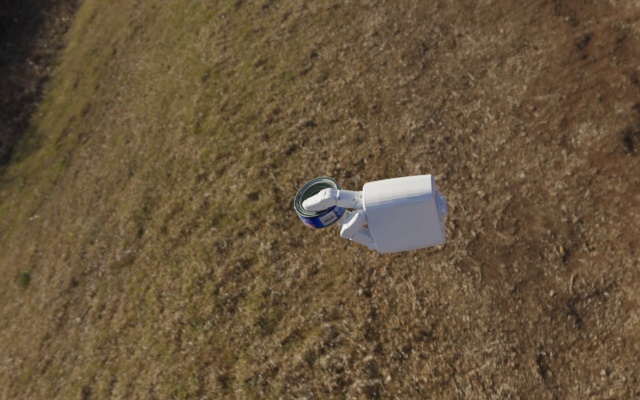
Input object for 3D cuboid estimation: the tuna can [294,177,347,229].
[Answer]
[{"bbox_3d":[0.000,0.002,0.792,0.086,0.086,0.034,0,-36,30],"label":"tuna can"}]
